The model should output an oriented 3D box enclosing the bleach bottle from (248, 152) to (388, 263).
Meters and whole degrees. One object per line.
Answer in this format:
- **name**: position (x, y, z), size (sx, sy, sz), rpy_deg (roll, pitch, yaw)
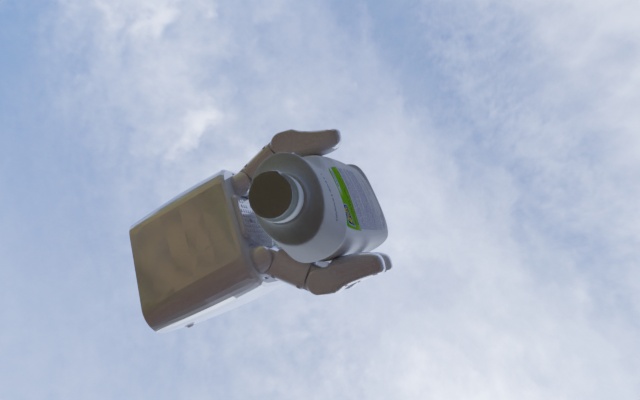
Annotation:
- **bleach bottle**: position (0.000, 0.001, 0.402), size (0.068, 0.102, 0.251), rpy_deg (-27, -12, 11)
